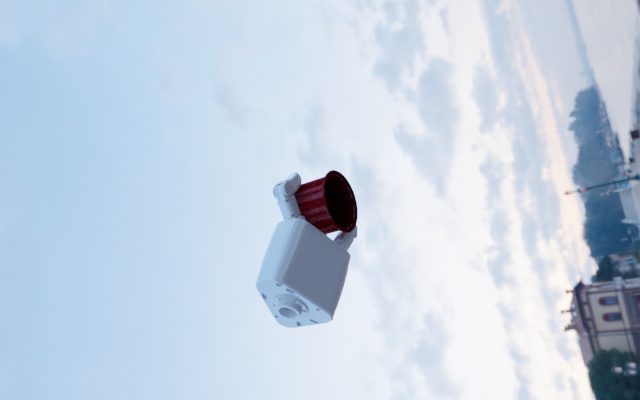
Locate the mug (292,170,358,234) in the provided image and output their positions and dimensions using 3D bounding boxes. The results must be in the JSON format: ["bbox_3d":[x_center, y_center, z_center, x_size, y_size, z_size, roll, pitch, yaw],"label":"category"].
[{"bbox_3d":[0.000,0.001,0.716,0.081,0.093,0.117,-16,36,31],"label":"mug"}]
